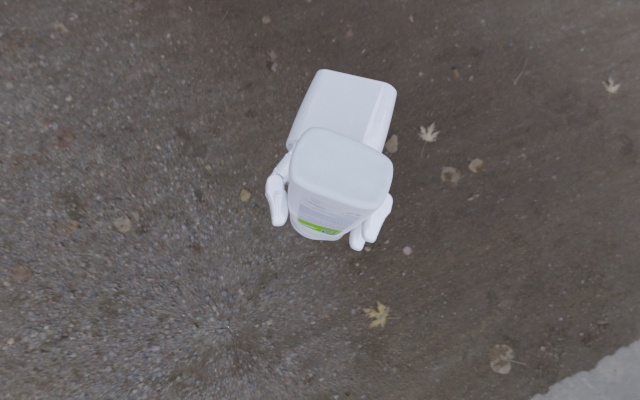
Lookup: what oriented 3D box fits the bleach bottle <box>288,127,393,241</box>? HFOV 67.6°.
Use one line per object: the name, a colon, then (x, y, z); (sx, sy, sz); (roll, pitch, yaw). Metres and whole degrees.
bleach bottle: (0.000, 0.002, 0.565); (0.102, 0.068, 0.251); (21, -18, -5)
